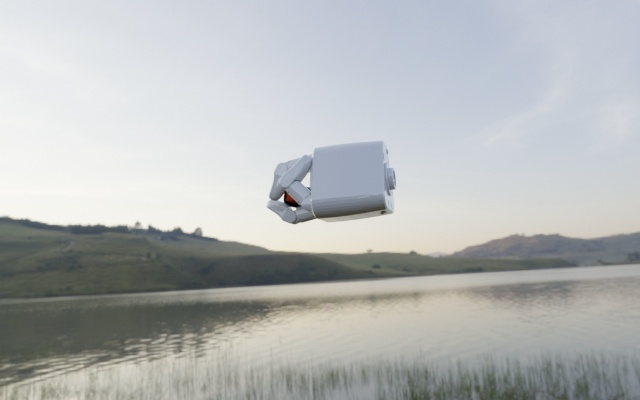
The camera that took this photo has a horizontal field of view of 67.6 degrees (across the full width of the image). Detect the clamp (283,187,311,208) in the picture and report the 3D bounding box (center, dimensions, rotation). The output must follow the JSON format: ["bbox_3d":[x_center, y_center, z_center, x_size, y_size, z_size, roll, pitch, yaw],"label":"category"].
[{"bbox_3d":[0.000,0.002,0.803,0.120,0.039,0.171,-7,-10,16],"label":"clamp"}]
